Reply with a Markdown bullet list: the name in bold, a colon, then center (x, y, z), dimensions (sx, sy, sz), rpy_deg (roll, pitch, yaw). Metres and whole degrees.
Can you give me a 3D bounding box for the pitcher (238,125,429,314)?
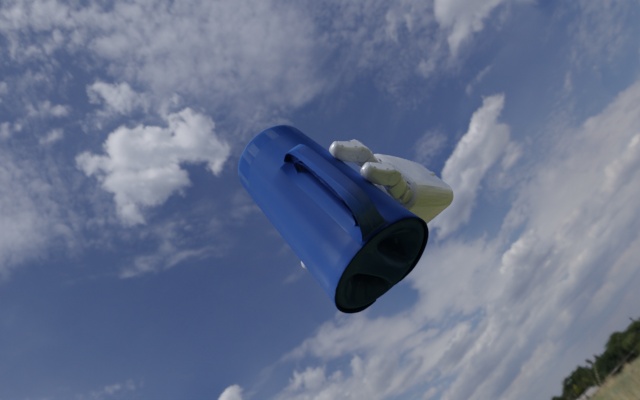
- **pitcher**: center (0.000, 0.002, 0.574), dimensions (0.145, 0.149, 0.242), rpy_deg (0, 35, -45)
